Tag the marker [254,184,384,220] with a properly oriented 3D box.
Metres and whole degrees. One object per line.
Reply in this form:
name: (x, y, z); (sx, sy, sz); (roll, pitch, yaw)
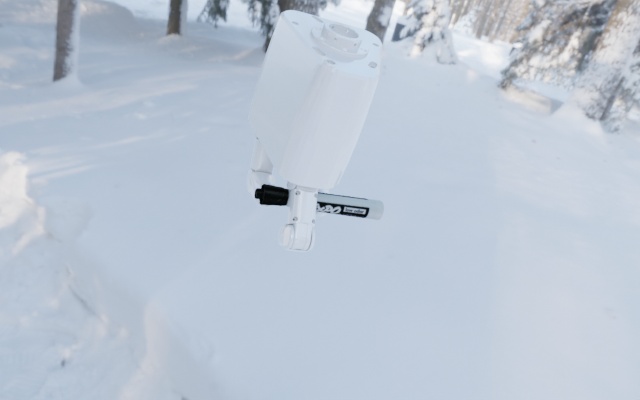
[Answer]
marker: (0.000, 0.001, 0.434); (0.121, 0.020, 0.020); (8, -3, -19)
